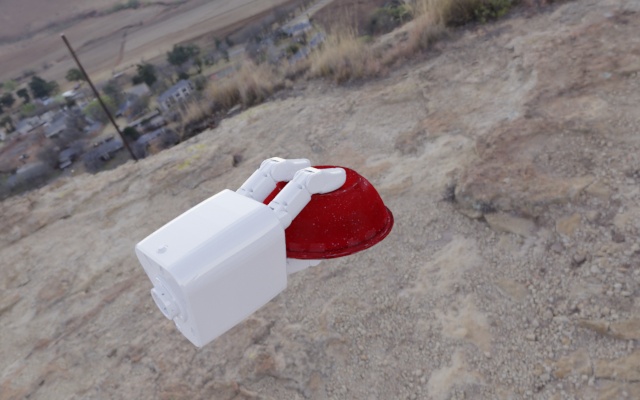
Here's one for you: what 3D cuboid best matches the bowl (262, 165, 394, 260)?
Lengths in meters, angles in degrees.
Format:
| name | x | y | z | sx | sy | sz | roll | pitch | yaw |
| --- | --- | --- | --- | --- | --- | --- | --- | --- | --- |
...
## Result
| name | x | y | z | sx | sy | sz | roll | pitch | yaw |
| --- | --- | --- | --- | --- | --- | --- | --- | --- | --- |
| bowl | 0.001 | 0.001 | 0.532 | 0.162 | 0.055 | 0.162 | -4 | 24 | 2 |
